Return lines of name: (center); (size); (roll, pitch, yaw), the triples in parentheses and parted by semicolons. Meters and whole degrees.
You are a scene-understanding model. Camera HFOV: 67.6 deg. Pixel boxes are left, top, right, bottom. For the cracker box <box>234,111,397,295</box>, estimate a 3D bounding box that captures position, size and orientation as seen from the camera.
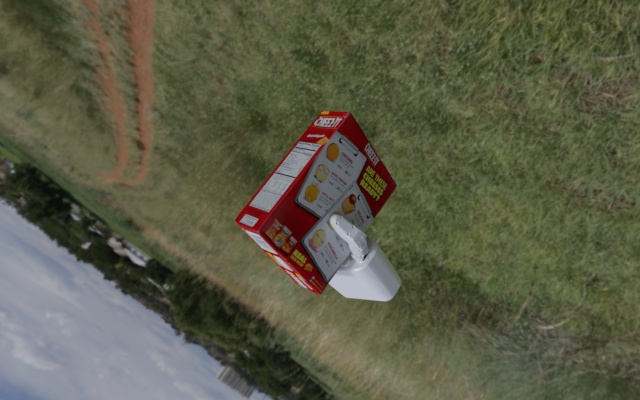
cracker box: (0.000, 0.002, 0.693); (0.072, 0.213, 0.164); (16, -26, 46)
